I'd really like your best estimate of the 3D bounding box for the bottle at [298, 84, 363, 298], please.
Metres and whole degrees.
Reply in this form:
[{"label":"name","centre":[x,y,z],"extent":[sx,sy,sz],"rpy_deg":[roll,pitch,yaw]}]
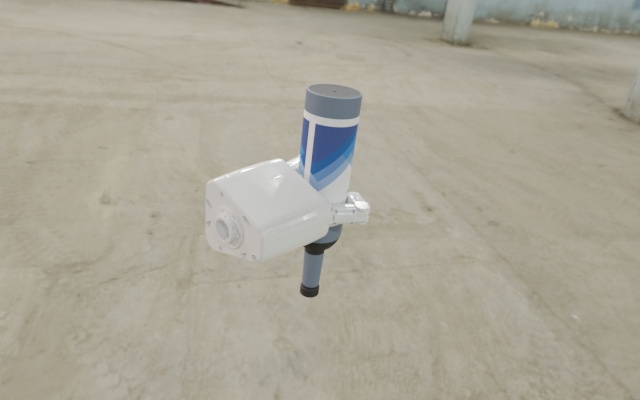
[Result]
[{"label":"bottle","centre":[0.000,0.002,0.625],"extent":[0.069,0.296,0.069],"rpy_deg":[6,27,-3]}]
